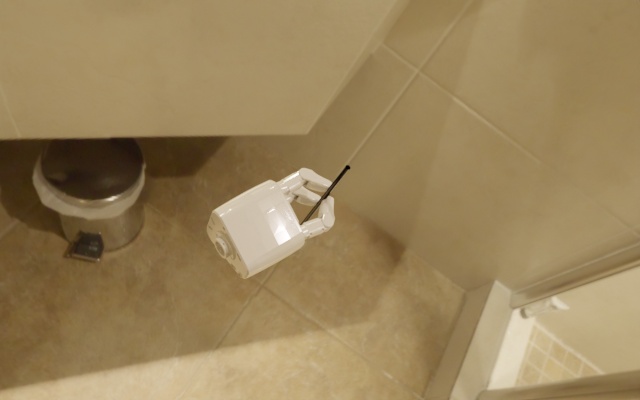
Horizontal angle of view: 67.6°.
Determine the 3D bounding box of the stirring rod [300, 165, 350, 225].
[{"bbox_3d":[0.000,0.003,0.797,0.011,0.011,0.240,0,-25,-21],"label":"stirring rod"}]
